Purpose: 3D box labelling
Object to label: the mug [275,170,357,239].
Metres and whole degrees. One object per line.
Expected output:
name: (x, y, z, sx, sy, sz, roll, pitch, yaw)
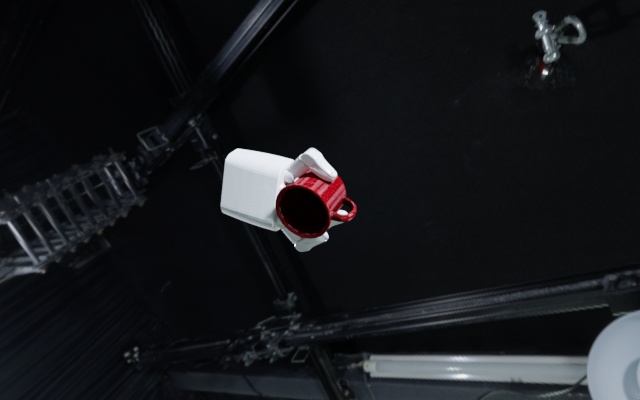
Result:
mug: (0.002, 0.003, 0.743, 0.117, 0.093, 0.081, 15, 34, 20)
